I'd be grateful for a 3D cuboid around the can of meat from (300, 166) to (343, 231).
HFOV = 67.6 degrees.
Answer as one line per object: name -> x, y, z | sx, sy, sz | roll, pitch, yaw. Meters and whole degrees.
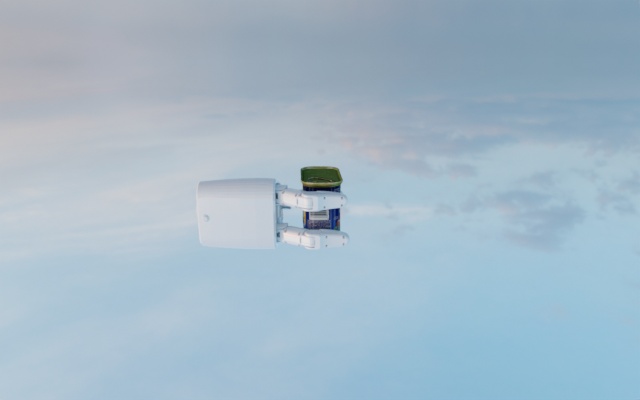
can of meat -> 0.000, 0.003, 0.685 | 0.057, 0.084, 0.102 | 0, 16, -3
